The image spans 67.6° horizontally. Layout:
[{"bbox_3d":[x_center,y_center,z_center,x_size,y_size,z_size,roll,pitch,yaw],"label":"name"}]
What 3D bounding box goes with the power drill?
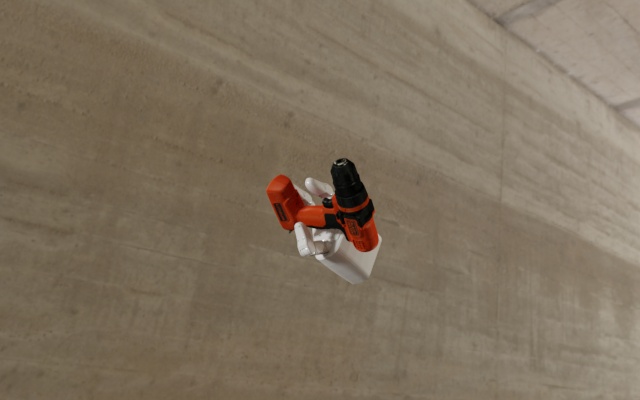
[{"bbox_3d":[0.000,0.003,0.810,0.187,0.185,0.057,9,43,35],"label":"power drill"}]
